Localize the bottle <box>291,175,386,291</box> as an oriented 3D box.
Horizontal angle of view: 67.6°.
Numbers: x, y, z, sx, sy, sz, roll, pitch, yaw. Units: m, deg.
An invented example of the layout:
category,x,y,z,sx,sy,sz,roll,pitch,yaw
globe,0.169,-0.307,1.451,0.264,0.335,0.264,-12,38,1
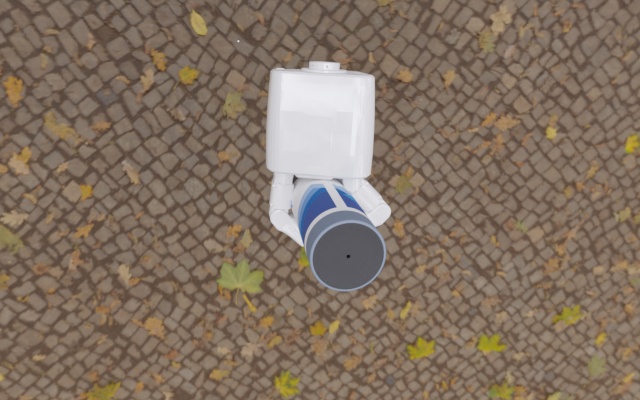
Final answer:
category,x,y,z,sx,sy,sz,roll,pitch,yaw
bottle,0.000,0.002,0.540,0.069,0.069,0.295,0,18,-10
